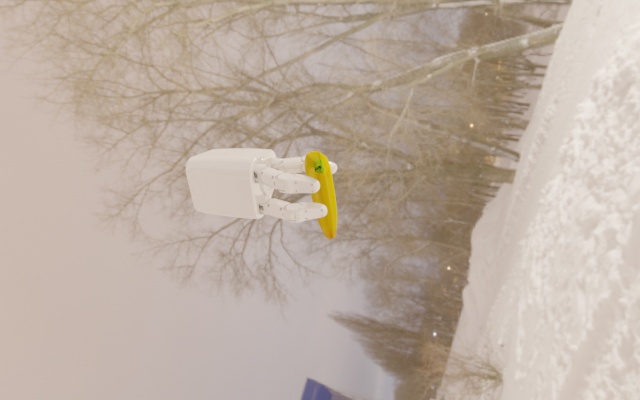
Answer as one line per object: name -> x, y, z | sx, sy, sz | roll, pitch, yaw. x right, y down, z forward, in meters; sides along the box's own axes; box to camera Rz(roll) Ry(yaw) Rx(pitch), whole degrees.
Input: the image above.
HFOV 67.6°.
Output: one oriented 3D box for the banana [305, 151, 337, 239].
banana -> 0.001, -0.015, 0.725 | 0.037, 0.069, 0.198 | -2, -33, 8
